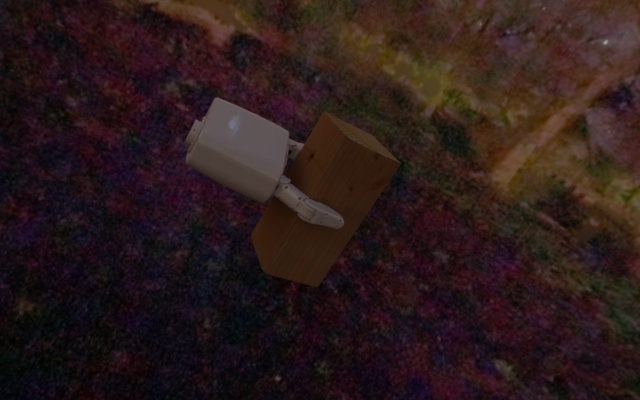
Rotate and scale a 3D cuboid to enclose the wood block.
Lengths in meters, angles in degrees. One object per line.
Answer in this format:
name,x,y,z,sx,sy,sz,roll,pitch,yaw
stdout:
wood block,0.000,0.002,0.637,0.090,0.206,0.090,21,21,-31
